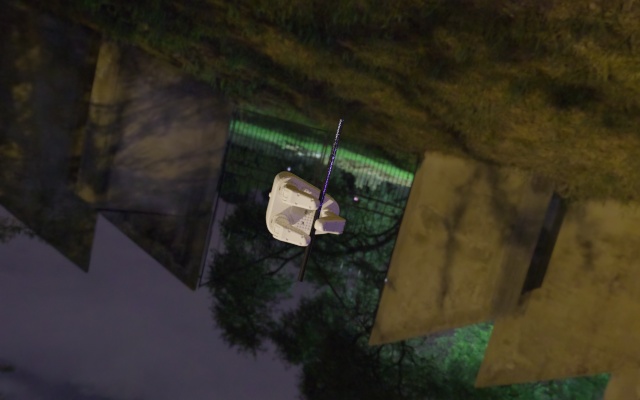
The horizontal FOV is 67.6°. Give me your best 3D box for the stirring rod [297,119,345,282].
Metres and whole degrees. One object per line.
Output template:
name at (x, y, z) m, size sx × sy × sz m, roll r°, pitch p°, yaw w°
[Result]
stirring rod at (0.000, 0.002, 0.682) m, size 0.011 × 0.239 × 0.011 m, roll 14°, pitch 8°, yaw -2°
